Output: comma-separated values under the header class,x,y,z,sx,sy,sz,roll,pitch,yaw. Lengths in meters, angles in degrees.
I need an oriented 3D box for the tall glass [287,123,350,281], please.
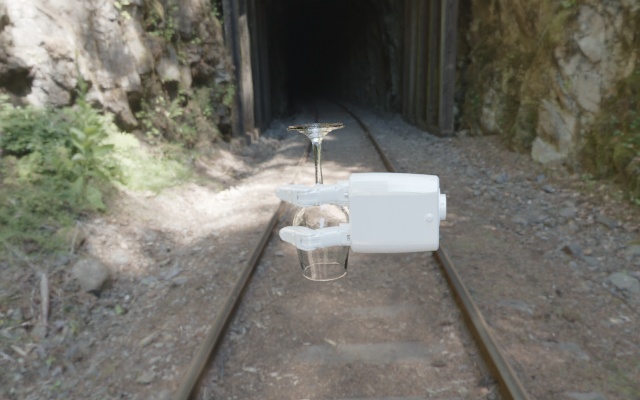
class,x,y,z,sx,sy,sz,roll,pitch,yaw
tall glass,0.000,0.001,0.631,0.079,0.201,0.079,-3,14,1
